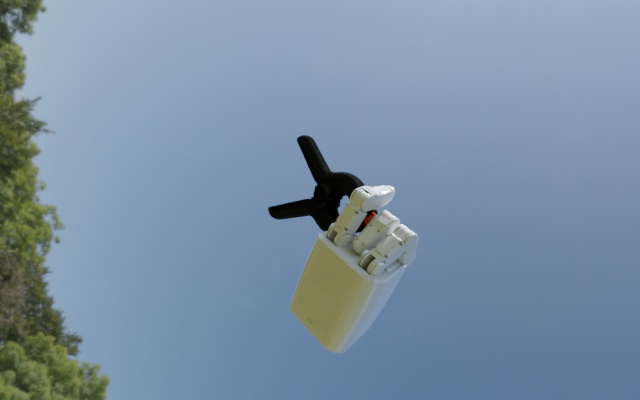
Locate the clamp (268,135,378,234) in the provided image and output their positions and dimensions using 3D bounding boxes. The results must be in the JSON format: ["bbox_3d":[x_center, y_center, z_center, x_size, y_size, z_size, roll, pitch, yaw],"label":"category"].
[{"bbox_3d":[0.001,0.002,0.608,0.039,0.120,0.171,7,25,-45],"label":"clamp"}]
